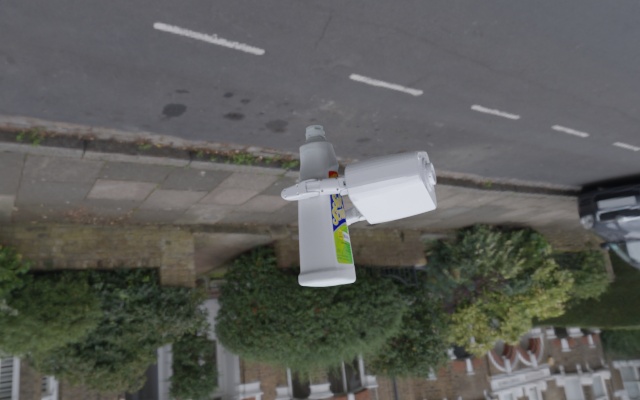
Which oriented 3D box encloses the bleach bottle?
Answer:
[{"bbox_3d":[0.000,0.002,0.736,0.068,0.250,0.102,-12,-15,22],"label":"bleach bottle"}]
